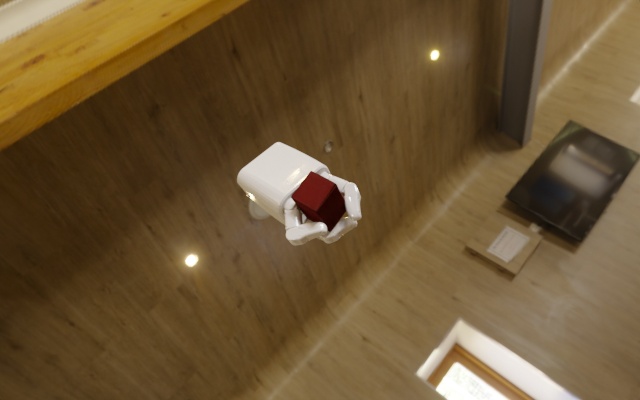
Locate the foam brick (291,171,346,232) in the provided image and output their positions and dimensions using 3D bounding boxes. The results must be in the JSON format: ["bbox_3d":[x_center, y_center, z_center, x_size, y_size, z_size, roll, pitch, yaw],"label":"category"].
[{"bbox_3d":[0.000,0.002,0.720,0.051,0.053,0.078,31,-14,29],"label":"foam brick"}]
